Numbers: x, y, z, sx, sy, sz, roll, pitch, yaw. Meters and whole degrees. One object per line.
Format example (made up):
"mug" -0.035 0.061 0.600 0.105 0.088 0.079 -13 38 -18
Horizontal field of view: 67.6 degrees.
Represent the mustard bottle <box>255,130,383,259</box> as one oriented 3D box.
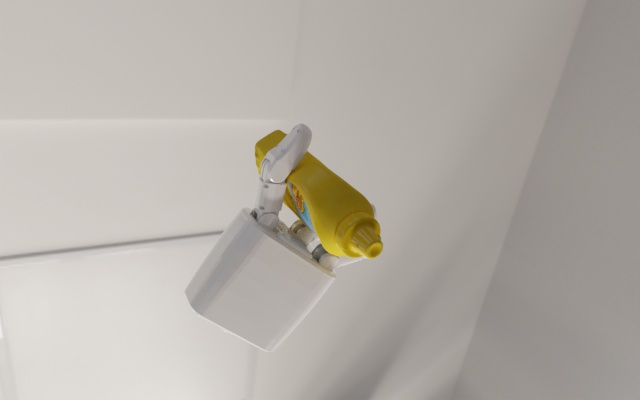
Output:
"mustard bottle" 0.000 0.001 0.470 0.058 0.096 0.191 -33 37 -11
